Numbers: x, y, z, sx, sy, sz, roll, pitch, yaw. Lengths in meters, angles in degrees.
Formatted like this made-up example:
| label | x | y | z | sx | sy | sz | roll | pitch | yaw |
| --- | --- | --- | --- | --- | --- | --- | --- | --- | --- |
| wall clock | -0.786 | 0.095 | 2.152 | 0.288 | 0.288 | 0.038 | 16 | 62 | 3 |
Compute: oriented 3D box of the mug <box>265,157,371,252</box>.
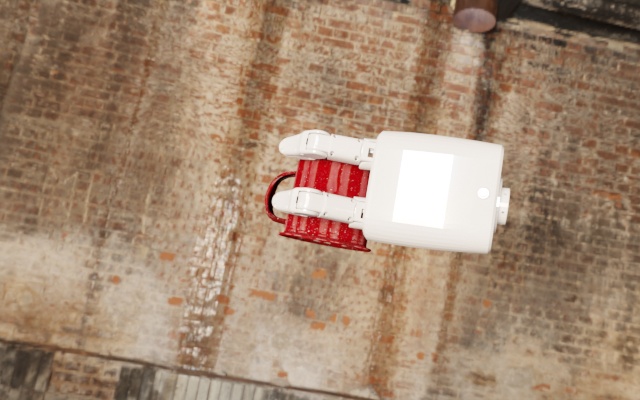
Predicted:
| label | x | y | z | sx | sy | sz | roll | pitch | yaw |
| --- | --- | --- | --- | --- | --- | --- | --- | --- | --- |
| mug | -0.001 | 0.001 | 0.480 | 0.117 | 0.081 | 0.093 | 8 | -8 | 19 |
